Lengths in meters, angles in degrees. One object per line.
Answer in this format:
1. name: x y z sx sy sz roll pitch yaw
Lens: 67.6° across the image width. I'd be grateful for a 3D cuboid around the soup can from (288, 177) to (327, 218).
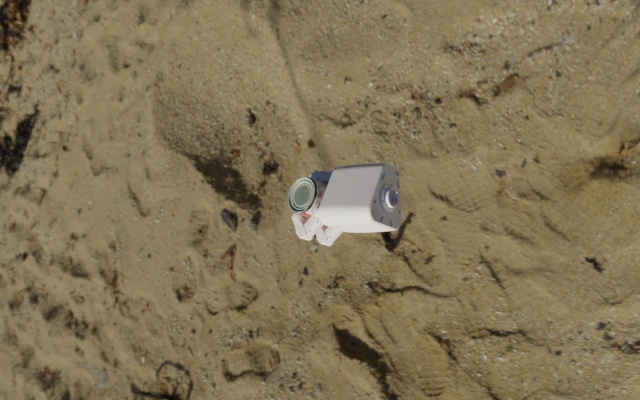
1. soup can: 0.000 0.003 0.854 0.068 0.068 0.102 0 -14 43
